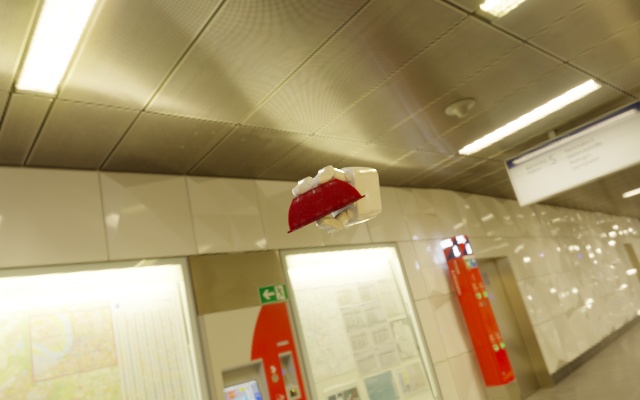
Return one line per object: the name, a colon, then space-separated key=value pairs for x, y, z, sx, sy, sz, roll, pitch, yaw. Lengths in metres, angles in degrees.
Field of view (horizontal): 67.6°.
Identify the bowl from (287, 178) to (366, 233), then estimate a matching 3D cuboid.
bowl: x=0.000 y=0.003 z=0.886 sx=0.162 sy=0.055 sz=0.162 roll=-26 pitch=-1 yaw=0
